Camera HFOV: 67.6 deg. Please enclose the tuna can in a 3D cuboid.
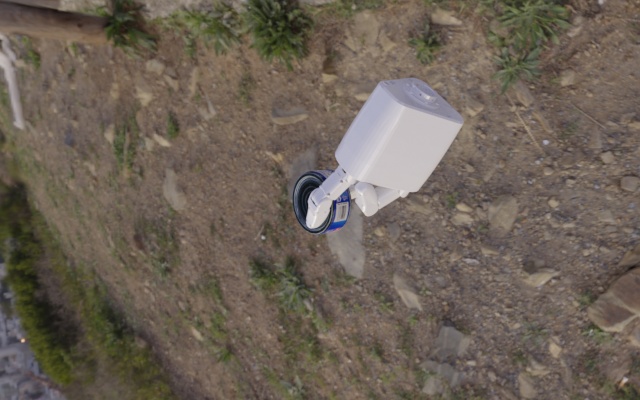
[{"bbox_3d":[0.000,0.002,0.636,0.034,0.086,0.086,-9,6,-40],"label":"tuna can"}]
